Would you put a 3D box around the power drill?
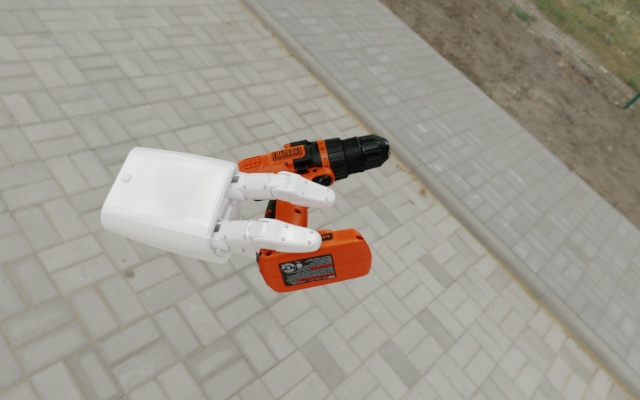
[{"bbox_3d":[0.000,0.002,0.510,0.184,0.057,0.187,-13,40,2],"label":"power drill"}]
